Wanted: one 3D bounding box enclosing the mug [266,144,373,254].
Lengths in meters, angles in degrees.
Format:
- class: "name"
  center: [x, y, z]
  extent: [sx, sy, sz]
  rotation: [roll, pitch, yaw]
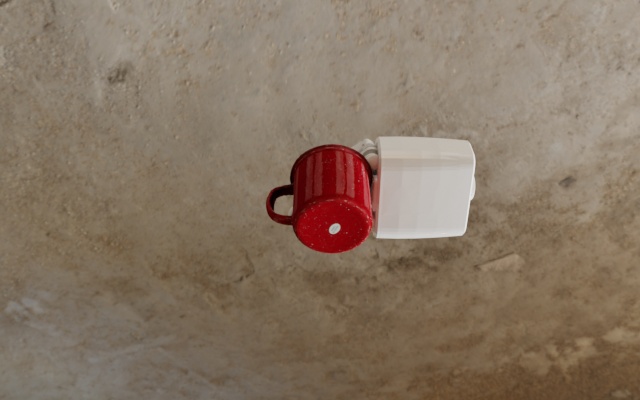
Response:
- class: "mug"
  center: [-0.001, 0.002, 0.506]
  extent: [0.117, 0.093, 0.081]
  rotation: [-2, 41, 2]
